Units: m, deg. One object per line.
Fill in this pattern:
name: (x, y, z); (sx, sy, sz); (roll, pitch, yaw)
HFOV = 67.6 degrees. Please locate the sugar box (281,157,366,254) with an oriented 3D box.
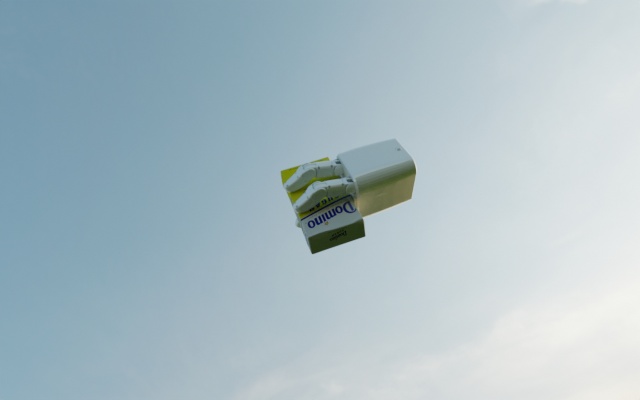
sugar box: (0.000, 0.002, 0.791); (0.093, 0.048, 0.176); (-18, 41, -8)
